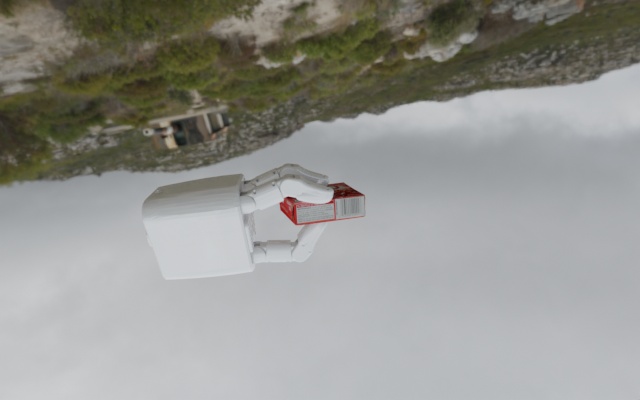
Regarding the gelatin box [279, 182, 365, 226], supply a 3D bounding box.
[{"bbox_3d":[0.000,0.002,0.575,0.089,0.030,0.073,-7,15,-16],"label":"gelatin box"}]
